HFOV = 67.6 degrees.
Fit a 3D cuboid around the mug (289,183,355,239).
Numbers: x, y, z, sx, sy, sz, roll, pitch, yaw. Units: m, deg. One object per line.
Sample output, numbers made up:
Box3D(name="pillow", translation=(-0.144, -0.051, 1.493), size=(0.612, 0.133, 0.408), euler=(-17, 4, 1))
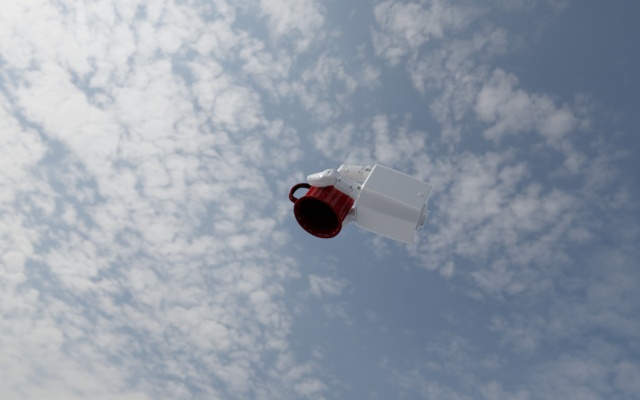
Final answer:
Box3D(name="mug", translation=(-0.001, 0.002, 0.857), size=(0.117, 0.093, 0.081), euler=(23, 44, 13))
